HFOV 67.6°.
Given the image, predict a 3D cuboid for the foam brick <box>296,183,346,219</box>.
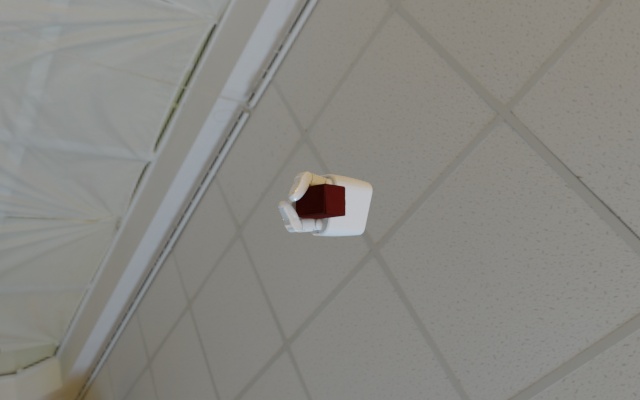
[{"bbox_3d":[0.000,0.003,0.832,0.051,0.053,0.078,7,-10,-42],"label":"foam brick"}]
